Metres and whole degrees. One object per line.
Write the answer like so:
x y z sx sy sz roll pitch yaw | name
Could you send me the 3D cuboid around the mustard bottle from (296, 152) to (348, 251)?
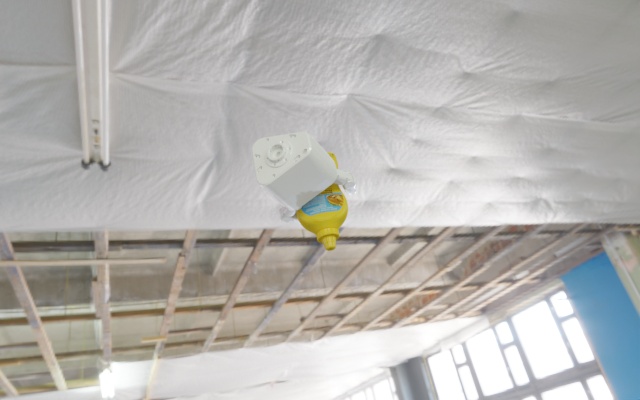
0.000 0.003 0.887 0.096 0.191 0.058 -10 -28 -5 | mustard bottle
